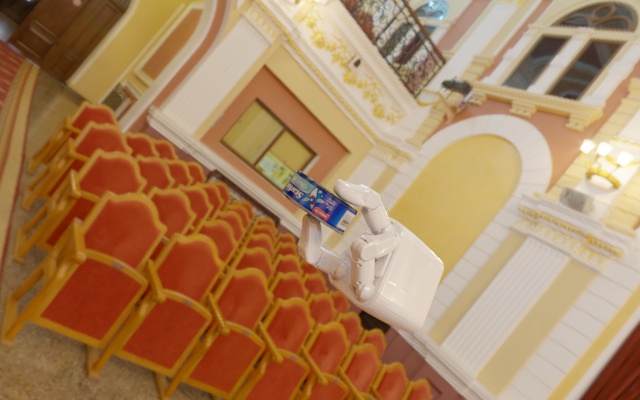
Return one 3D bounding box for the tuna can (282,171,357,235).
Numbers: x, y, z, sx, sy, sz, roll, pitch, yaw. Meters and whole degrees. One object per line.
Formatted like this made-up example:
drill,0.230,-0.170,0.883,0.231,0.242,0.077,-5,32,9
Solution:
tuna can,0.000,0.001,0.552,0.086,0.034,0.086,35,2,-1
